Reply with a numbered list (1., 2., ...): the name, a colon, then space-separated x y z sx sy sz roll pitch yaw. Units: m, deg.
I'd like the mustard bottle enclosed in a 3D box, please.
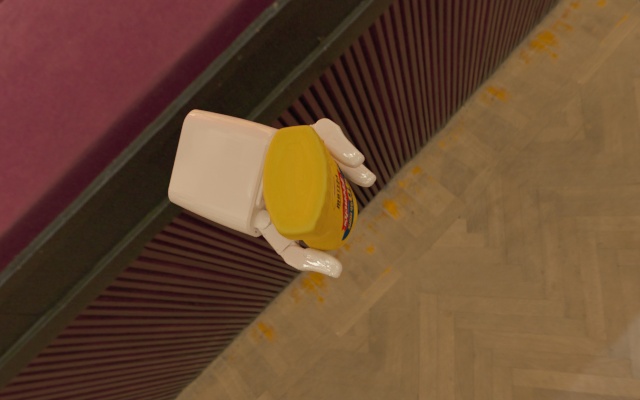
1. mustard bottle: 0.000 0.002 0.483 0.058 0.096 0.192 -7 -14 12
